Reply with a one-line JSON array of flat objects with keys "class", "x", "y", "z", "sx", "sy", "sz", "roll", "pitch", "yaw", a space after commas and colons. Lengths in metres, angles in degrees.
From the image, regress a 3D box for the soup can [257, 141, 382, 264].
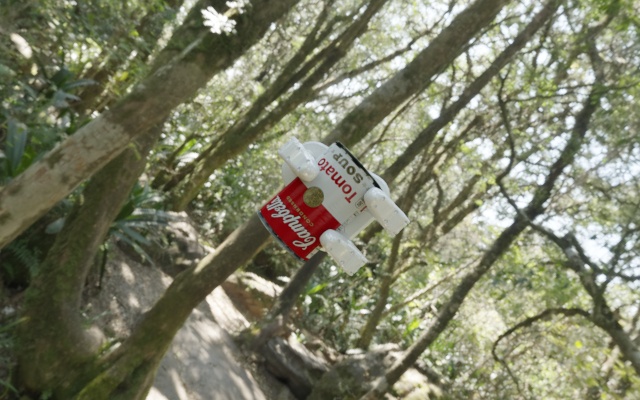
[{"class": "soup can", "x": 0.000, "y": 0.001, "z": 0.454, "sx": 0.102, "sy": 0.068, "sz": 0.068, "roll": -42, "pitch": -2, "yaw": 2}]
